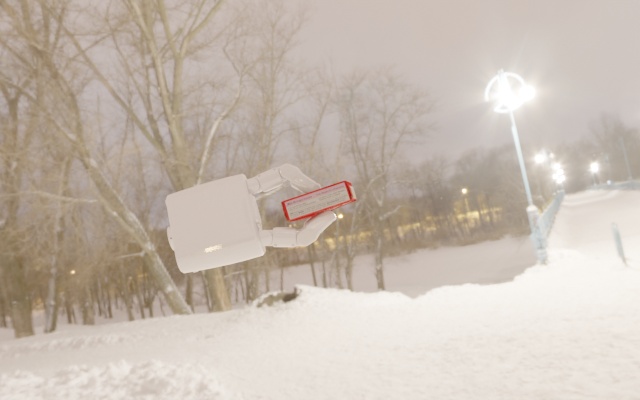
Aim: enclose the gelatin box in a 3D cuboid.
[{"bbox_3d":[0.000,0.002,0.628,0.089,0.030,0.073,-19,-3,8],"label":"gelatin box"}]
